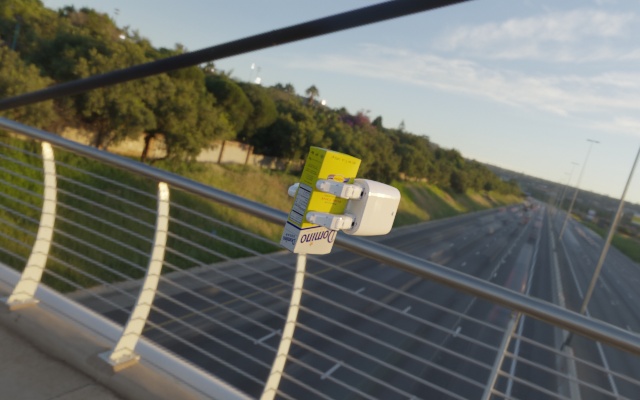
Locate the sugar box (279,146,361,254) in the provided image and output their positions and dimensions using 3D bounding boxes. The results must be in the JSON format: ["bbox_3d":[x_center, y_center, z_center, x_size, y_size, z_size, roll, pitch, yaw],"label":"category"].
[{"bbox_3d":[0.001,0.003,0.806,0.093,0.176,0.048,8,11,-46],"label":"sugar box"}]
